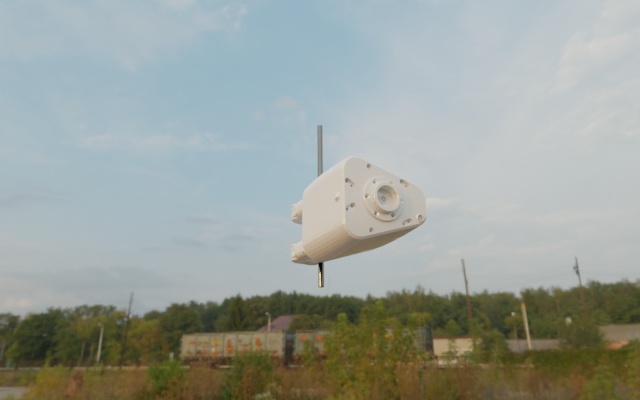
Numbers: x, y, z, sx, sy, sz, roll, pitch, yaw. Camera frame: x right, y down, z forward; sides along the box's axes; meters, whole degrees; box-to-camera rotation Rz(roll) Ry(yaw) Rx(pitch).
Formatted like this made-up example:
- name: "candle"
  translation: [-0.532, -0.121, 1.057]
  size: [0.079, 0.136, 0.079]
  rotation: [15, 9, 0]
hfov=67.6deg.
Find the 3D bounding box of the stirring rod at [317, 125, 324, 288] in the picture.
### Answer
- name: "stirring rod"
  translation: [0.000, 0.002, 0.678]
  size: [0.011, 0.239, 0.011]
  rotation: [0, -19, 0]
